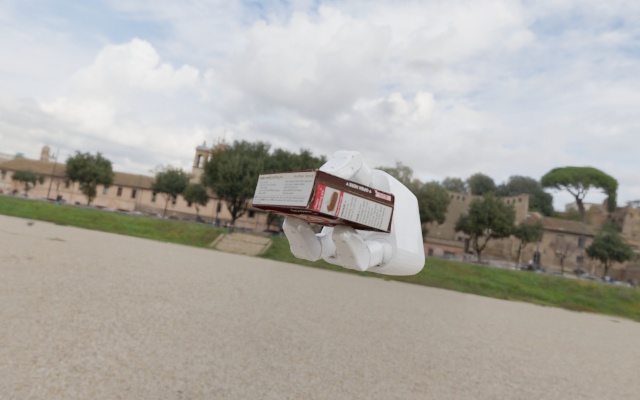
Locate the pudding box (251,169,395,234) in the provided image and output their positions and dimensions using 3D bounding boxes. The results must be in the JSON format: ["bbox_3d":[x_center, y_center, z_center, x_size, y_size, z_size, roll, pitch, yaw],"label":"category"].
[{"bbox_3d":[0.000,0.001,0.445,0.090,0.039,0.113,16,-10,-31],"label":"pudding box"}]
